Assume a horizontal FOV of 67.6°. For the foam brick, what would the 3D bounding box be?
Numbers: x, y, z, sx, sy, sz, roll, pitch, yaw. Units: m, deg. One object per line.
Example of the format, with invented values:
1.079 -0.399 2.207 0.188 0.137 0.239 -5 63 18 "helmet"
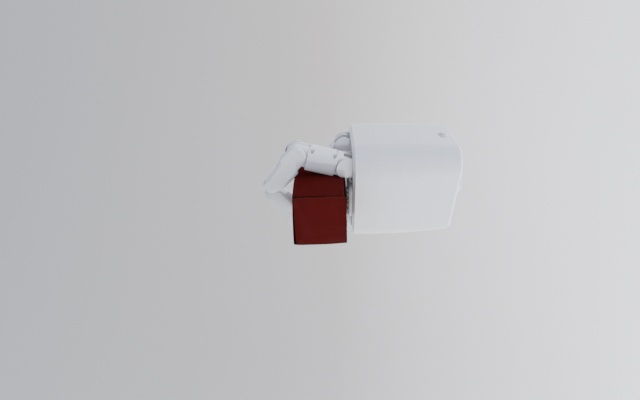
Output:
0.000 0.002 0.473 0.051 0.053 0.078 0 28 1 "foam brick"
